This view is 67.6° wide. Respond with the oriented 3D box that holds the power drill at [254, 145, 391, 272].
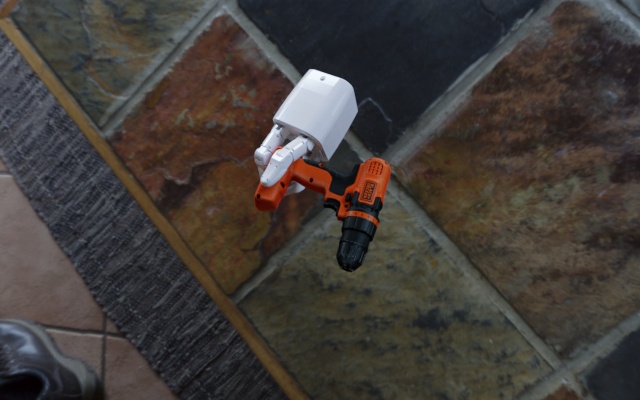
[{"bbox_3d":[0.000,0.002,0.724,0.187,0.184,0.057,16,-26,8],"label":"power drill"}]
